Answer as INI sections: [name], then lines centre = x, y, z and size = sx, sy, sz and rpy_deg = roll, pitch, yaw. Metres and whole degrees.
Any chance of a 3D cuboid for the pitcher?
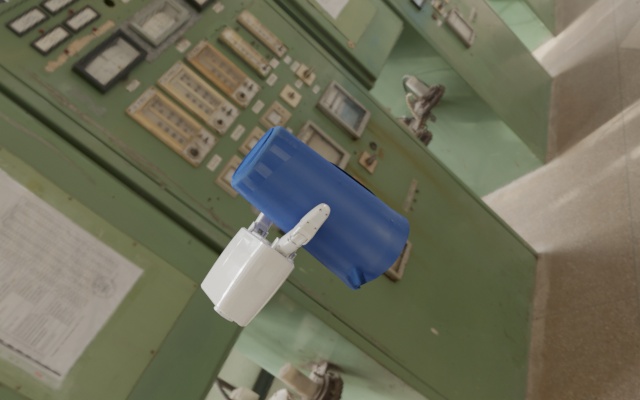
[pitcher]
centre = 0.000, 0.002, 0.689
size = 0.243, 0.145, 0.149
rpy_deg = 39, -7, -15
